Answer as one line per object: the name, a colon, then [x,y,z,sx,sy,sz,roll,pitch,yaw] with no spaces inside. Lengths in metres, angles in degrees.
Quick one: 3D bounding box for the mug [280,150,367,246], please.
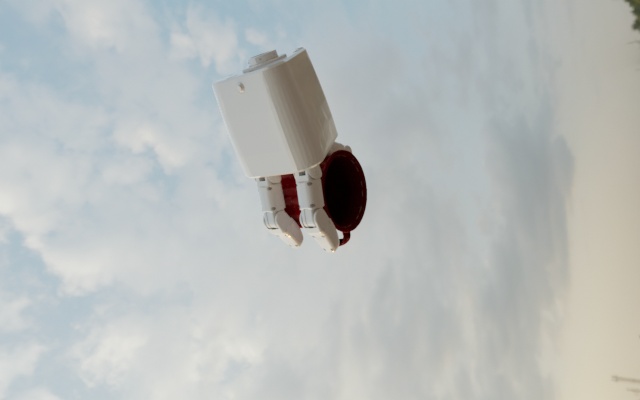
mug: [0.000,0.003,0.563,0.081,0.117,0.093,-3,25,36]
